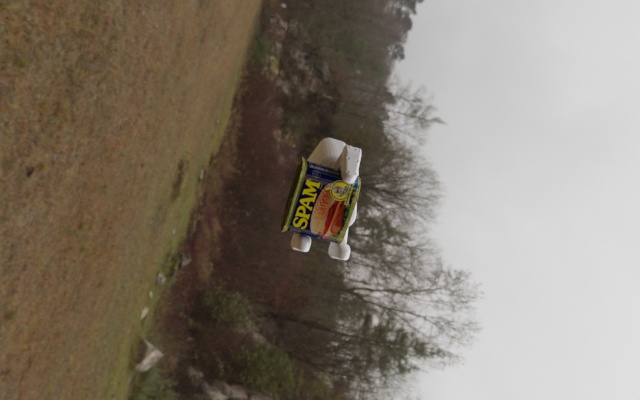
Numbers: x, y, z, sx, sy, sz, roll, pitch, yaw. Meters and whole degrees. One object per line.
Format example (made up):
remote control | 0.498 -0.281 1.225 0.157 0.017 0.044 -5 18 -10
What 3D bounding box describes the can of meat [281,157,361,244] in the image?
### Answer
can of meat | 0.000 0.002 0.649 0.084 0.102 0.057 15 17 -10
